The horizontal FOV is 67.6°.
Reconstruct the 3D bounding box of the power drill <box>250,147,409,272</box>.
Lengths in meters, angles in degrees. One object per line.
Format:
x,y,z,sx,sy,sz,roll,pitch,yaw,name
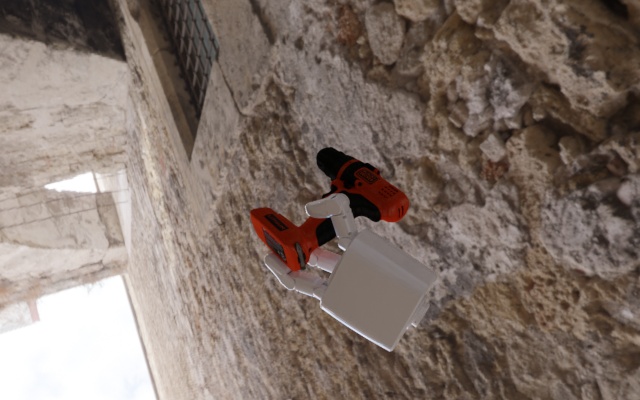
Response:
0.000,0.003,0.667,0.187,0.057,0.184,-32,44,-20,power drill
